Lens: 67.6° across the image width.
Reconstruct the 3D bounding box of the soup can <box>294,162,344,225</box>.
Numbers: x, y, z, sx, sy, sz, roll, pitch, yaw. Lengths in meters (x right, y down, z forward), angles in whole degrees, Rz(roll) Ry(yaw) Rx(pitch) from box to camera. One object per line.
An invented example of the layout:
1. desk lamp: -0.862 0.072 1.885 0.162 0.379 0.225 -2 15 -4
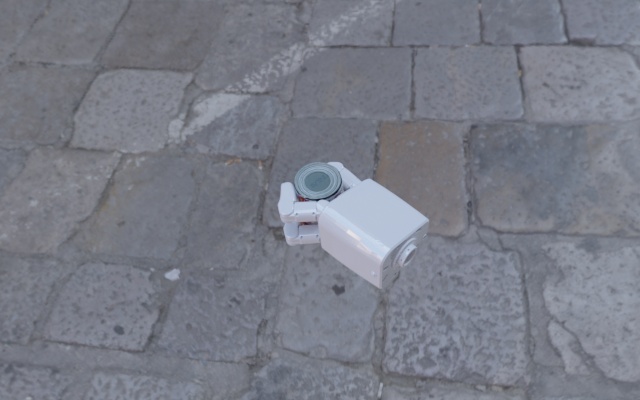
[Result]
1. soup can: 0.000 0.002 0.690 0.068 0.068 0.102 0 -36 6
